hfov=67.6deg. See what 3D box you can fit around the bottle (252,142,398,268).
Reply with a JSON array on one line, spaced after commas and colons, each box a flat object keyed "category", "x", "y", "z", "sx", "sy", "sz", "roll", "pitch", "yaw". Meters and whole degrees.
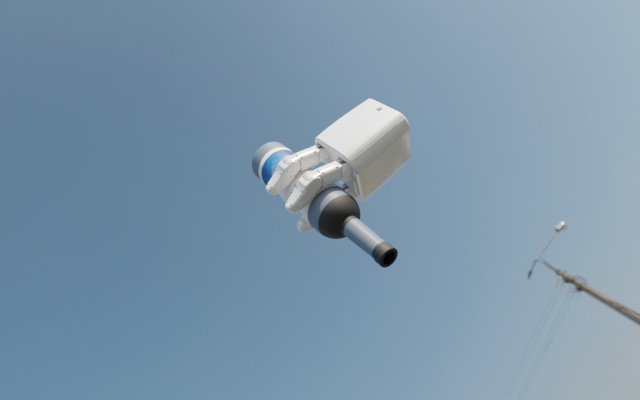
[{"category": "bottle", "x": 0.000, "y": 0.002, "z": 0.666, "sx": 0.069, "sy": 0.069, "sz": 0.295, "roll": 0, "pitch": 27, "yaw": -38}]
